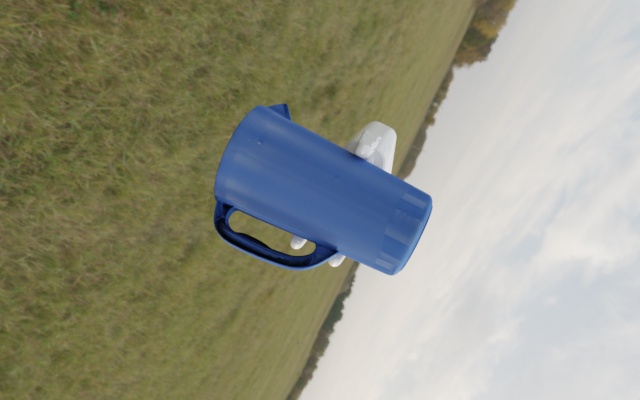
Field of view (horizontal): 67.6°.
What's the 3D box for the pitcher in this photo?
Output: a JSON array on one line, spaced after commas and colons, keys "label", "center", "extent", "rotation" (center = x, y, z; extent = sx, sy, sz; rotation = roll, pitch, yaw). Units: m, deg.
[{"label": "pitcher", "center": [0.000, 0.002, 0.577], "extent": [0.243, 0.149, 0.145], "rotation": [26, 30, 6]}]
